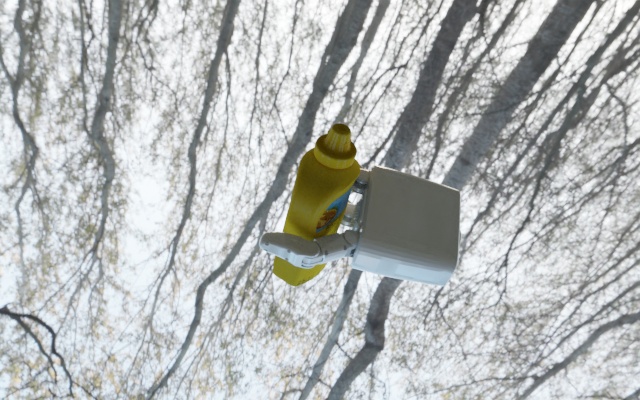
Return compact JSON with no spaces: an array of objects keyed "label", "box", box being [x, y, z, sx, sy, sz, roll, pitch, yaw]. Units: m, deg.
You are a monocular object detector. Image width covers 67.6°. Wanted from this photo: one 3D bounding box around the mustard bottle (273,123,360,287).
[{"label":"mustard bottle","box":[0.000,0.002,0.505,0.058,0.192,0.096,31,44,15]}]
